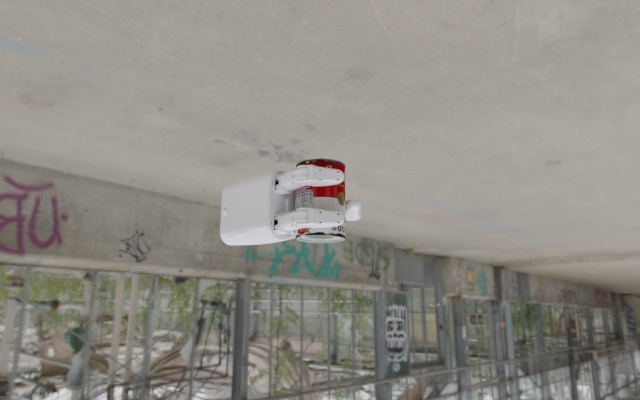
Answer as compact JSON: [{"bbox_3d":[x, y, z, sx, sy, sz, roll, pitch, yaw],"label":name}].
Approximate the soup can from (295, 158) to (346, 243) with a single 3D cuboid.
[{"bbox_3d":[0.001,0.002,0.641,0.068,0.102,0.068,0,-14,0],"label":"soup can"}]
